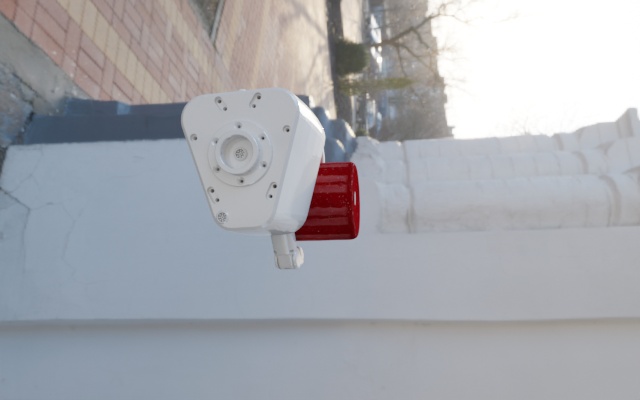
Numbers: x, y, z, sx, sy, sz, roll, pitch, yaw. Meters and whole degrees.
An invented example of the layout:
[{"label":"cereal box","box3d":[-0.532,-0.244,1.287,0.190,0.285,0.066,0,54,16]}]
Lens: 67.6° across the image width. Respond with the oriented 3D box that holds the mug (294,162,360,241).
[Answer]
[{"label":"mug","box3d":[0.001,0.002,0.516,0.081,0.093,0.117,-2,-2,9]}]
